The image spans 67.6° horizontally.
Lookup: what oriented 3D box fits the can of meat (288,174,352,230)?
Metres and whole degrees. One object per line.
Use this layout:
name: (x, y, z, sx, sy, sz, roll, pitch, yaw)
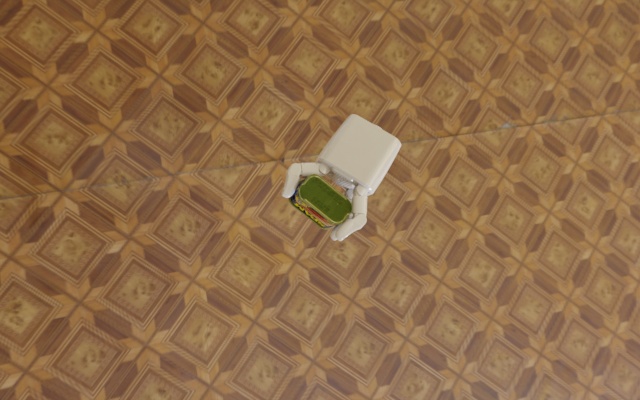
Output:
can of meat: (0.000, 0.003, 0.831, 0.102, 0.057, 0.084, 38, -13, -6)
